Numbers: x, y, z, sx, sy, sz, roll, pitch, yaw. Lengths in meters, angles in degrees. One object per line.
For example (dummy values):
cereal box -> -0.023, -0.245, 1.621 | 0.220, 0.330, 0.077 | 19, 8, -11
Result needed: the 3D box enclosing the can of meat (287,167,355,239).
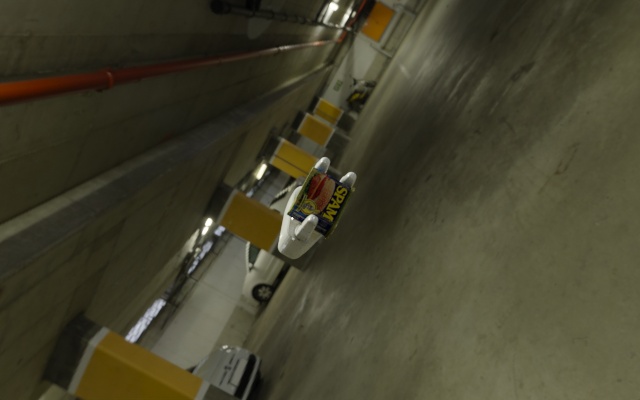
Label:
can of meat -> 0.000, 0.003, 0.838 | 0.084, 0.102, 0.057 | 30, -24, -3
